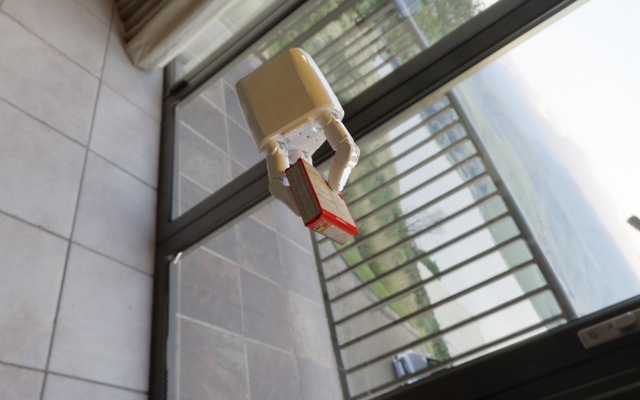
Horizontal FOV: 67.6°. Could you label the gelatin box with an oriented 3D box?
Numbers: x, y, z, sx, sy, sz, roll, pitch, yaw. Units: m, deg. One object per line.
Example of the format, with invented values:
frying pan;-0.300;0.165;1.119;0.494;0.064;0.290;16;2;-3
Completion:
gelatin box;0.001;0.002;0.557;0.030;0.089;0.073;-38;-39;18
